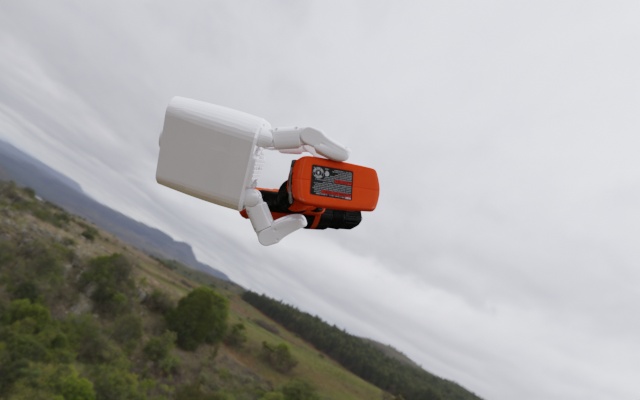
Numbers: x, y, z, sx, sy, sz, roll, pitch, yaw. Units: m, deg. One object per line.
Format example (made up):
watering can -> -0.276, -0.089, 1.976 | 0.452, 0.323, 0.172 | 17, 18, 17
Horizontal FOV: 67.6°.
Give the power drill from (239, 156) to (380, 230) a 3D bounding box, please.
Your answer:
power drill -> 0.000, 0.002, 0.618 | 0.184, 0.057, 0.188 | 6, -15, -21
